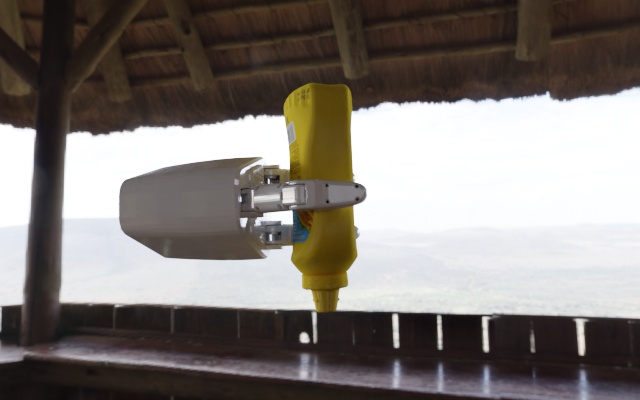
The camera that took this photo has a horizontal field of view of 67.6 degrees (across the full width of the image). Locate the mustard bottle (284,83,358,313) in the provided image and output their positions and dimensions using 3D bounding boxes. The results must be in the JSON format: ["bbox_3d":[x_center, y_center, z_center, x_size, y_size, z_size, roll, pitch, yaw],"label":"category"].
[{"bbox_3d":[0.000,0.001,0.424,0.058,0.191,0.096,-1,-5,-16],"label":"mustard bottle"}]
